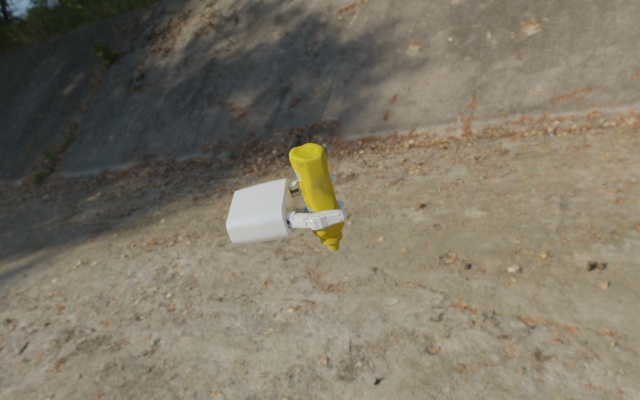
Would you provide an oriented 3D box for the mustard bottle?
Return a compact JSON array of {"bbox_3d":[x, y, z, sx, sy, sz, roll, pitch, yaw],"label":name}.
[{"bbox_3d":[0.000,0.002,0.820,0.058,0.192,0.096,-20,23,-10],"label":"mustard bottle"}]
